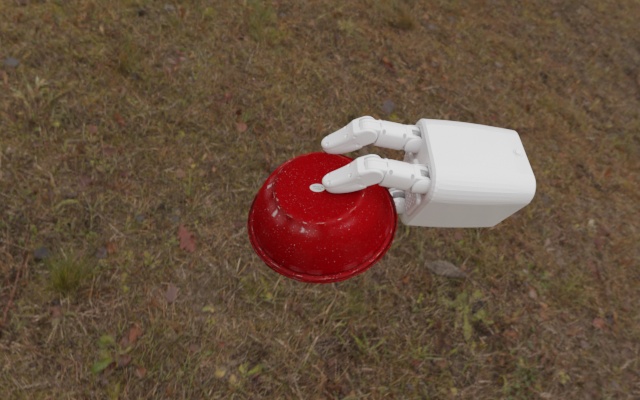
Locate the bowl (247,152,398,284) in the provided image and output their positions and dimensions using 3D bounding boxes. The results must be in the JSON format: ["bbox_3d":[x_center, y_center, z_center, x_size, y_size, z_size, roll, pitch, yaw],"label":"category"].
[{"bbox_3d":[-0.001,0.002,0.493,0.162,0.162,0.055,0,-37,5],"label":"bowl"}]
